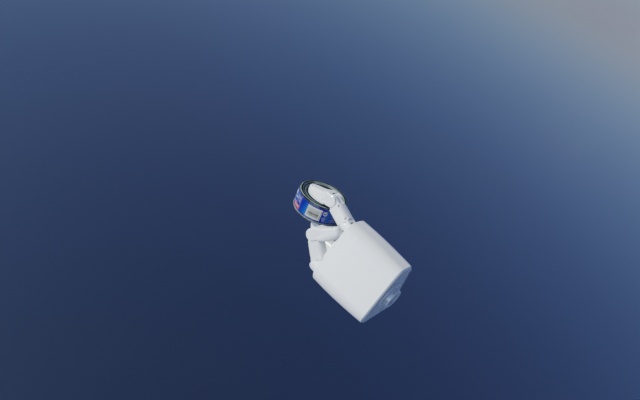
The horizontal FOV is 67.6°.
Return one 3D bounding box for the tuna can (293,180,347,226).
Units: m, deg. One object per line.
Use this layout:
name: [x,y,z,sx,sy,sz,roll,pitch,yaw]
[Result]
tuna can: [0.000,0.002,0.796,0.086,0.034,0.086,18,30,-11]
